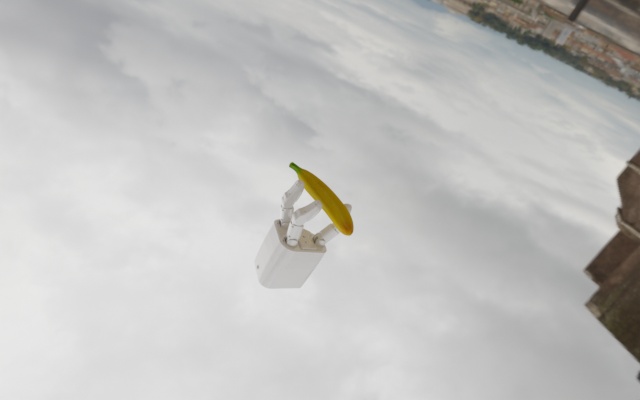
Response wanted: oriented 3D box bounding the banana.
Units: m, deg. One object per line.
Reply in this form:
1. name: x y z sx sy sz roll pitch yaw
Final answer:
1. banana: 0.010 0.003 0.900 0.069 0.037 0.197 9 32 -52
